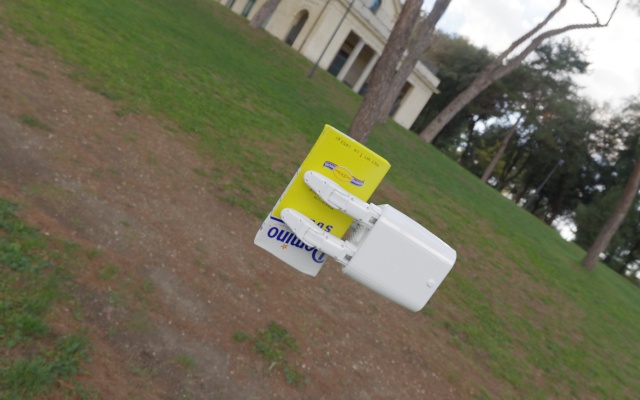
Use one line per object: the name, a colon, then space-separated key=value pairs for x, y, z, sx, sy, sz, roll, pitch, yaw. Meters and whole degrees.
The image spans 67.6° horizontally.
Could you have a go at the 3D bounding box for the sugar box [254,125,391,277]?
sugar box: x=0.000 y=0.002 z=0.604 sx=0.093 sy=0.176 sz=0.048 roll=31 pitch=10 yaw=-8
